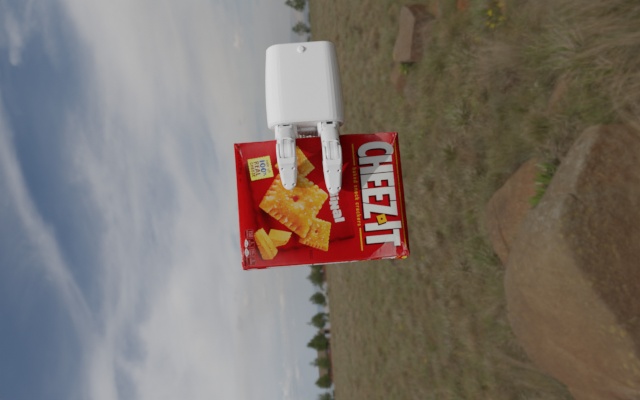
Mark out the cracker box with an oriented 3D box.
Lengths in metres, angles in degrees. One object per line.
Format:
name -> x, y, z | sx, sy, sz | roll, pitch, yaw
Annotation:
cracker box -> 0.000, 0.002, 0.626 | 0.214, 0.164, 0.072 | -4, -7, -1
